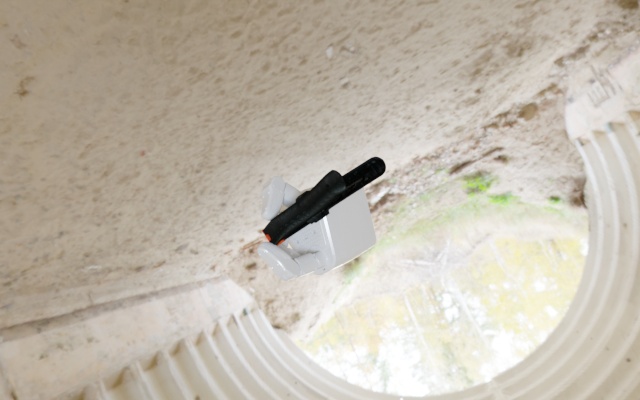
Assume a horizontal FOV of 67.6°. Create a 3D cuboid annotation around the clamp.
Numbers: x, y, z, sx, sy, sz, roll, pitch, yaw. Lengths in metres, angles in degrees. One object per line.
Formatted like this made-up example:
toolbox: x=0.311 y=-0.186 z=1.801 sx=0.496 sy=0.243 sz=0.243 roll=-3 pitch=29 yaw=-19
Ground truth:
clamp: x=0.000 y=0.002 z=0.563 sx=0.120 sy=0.039 sz=0.171 roll=-16 pitch=-14 yaw=-47
